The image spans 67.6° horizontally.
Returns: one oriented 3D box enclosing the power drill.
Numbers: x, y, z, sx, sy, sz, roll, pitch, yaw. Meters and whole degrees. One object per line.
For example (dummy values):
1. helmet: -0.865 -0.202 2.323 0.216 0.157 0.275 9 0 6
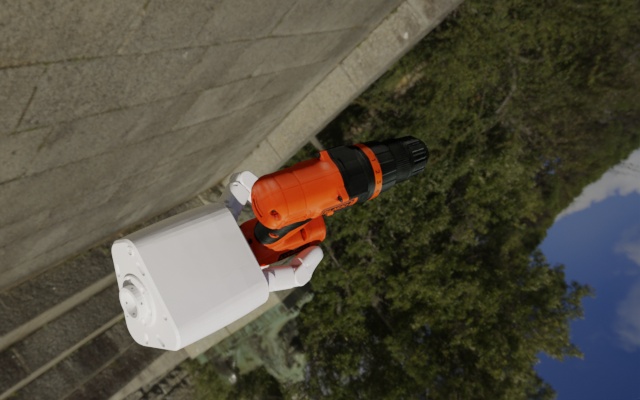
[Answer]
1. power drill: 0.000 0.002 0.486 0.184 0.057 0.188 -17 -15 -28
